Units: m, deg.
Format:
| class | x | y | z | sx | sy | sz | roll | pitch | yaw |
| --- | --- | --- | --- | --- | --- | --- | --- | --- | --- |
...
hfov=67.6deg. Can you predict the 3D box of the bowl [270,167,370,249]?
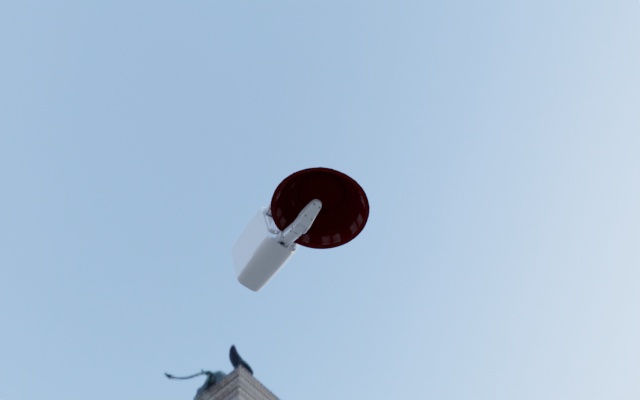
| class | x | y | z | sx | sy | sz | roll | pitch | yaw |
| --- | --- | --- | --- | --- | --- | --- | --- | --- | --- |
| bowl | 0.001 | 0.002 | 0.797 | 0.162 | 0.162 | 0.055 | 0 | 34 | 4 |
